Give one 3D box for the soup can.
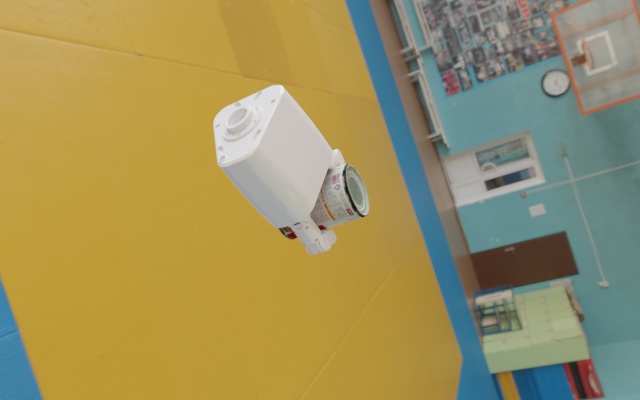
[{"bbox_3d":[0.001,0.002,0.584,0.102,0.068,0.068,-18,-7,23],"label":"soup can"}]
